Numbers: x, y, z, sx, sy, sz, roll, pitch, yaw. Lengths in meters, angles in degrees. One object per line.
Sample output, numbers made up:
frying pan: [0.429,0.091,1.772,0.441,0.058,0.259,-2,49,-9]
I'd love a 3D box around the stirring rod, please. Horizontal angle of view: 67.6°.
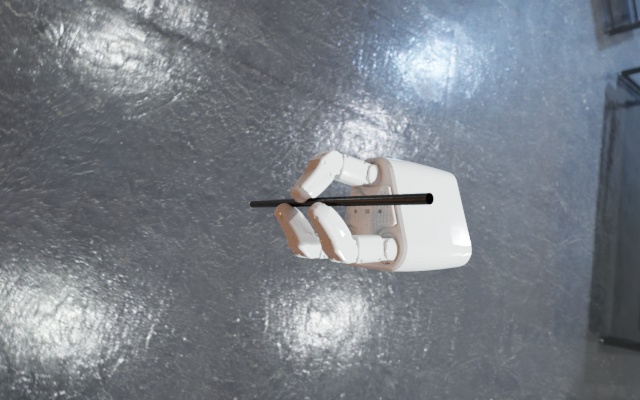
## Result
stirring rod: [0.000,0.001,0.409,0.011,0.011,0.239,0,-1,-36]
